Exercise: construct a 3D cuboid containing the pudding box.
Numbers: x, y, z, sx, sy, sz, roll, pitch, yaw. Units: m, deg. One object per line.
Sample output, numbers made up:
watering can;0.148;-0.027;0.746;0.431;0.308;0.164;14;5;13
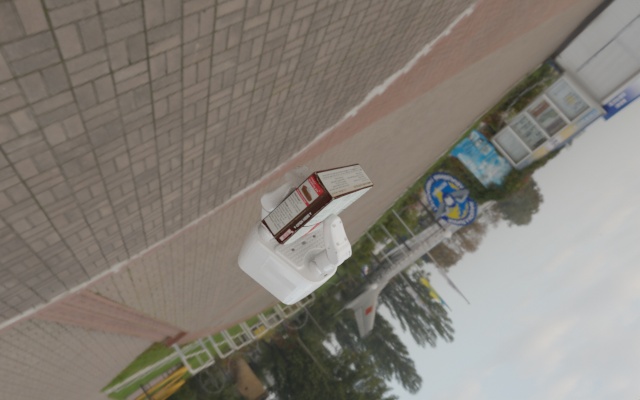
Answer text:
pudding box;0.000;0.002;0.542;0.090;0.039;0.113;-42;-10;27
